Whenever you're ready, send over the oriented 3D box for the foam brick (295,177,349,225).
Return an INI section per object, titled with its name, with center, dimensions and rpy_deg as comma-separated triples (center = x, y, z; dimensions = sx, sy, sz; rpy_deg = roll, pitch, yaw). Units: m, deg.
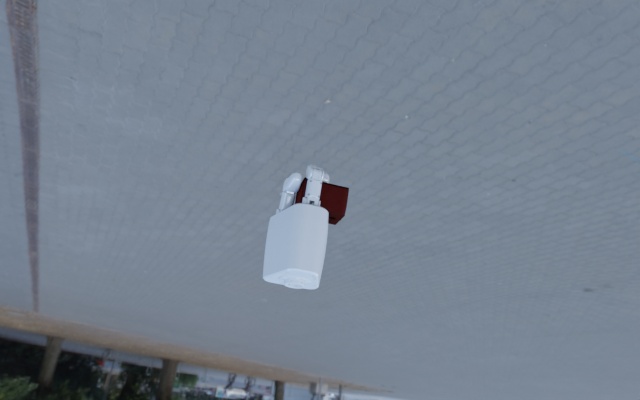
[foam brick]
center = 0.000, 0.003, 0.786
dimensions = 0.078, 0.051, 0.053
rpy_deg = 13, -24, -13
